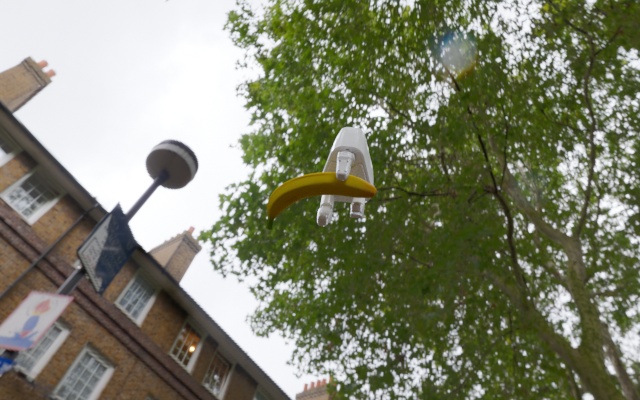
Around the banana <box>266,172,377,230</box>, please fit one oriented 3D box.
[{"bbox_3d":[-0.010,-0.012,0.784,0.198,0.070,0.037,-17,23,16],"label":"banana"}]
